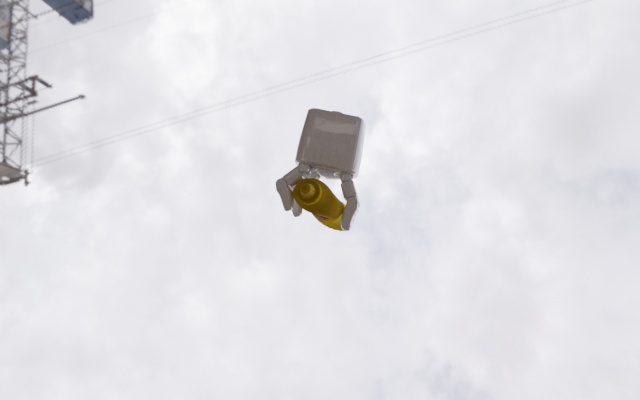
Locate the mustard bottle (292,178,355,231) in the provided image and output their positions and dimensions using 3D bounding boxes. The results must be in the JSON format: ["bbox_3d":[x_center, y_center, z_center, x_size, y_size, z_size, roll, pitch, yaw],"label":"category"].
[{"bbox_3d":[0.000,0.003,0.860,0.096,0.058,0.192,34,-4,20],"label":"mustard bottle"}]
